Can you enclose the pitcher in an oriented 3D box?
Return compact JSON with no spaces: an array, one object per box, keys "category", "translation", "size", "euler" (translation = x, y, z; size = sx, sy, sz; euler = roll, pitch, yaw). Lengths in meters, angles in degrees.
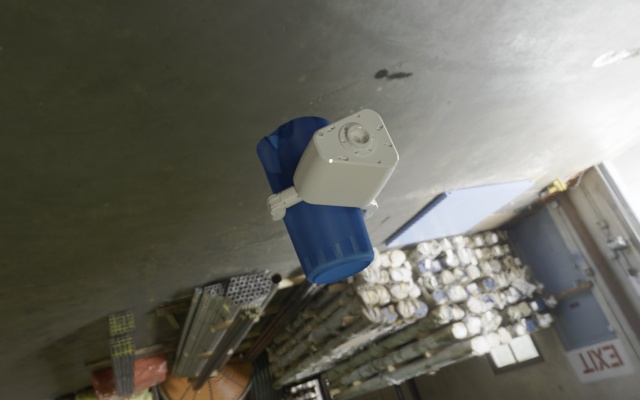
[{"category":"pitcher","translation":[0.000,0.002,0.755],"size":[0.149,0.242,0.145],"euler":[-11,-24,-21]}]
